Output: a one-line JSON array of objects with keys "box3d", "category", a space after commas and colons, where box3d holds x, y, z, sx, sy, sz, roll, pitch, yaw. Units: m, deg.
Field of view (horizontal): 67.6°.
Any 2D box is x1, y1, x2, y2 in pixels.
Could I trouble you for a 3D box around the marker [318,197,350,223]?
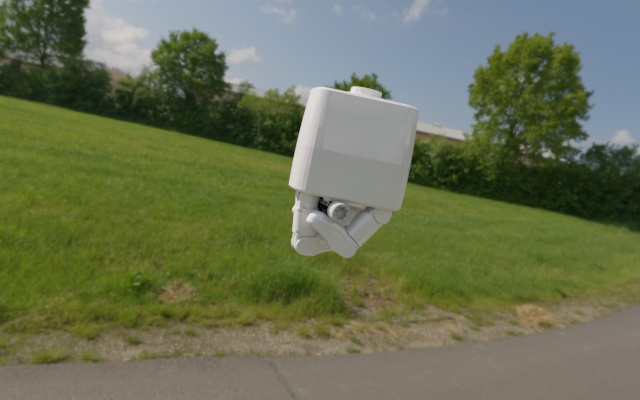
[{"box3d": [0.000, 0.002, 0.510, 0.020, 0.020, 0.121, 0, 10, -19], "category": "marker"}]
